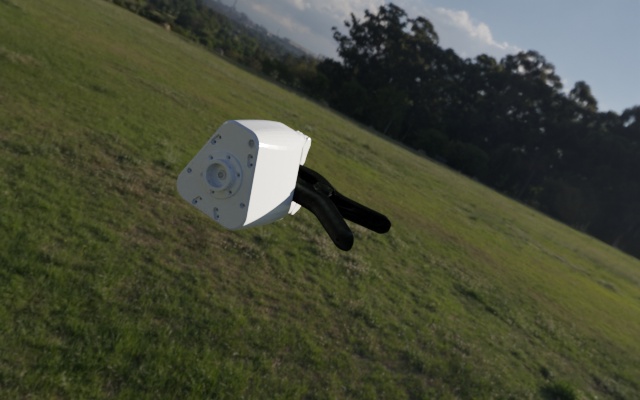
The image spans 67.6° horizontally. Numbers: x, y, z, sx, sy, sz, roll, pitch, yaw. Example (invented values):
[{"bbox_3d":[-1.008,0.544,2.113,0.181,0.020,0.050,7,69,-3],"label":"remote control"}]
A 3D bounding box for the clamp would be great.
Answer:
[{"bbox_3d":[0.000,0.001,0.591,0.171,0.039,0.120,32,17,14],"label":"clamp"}]
